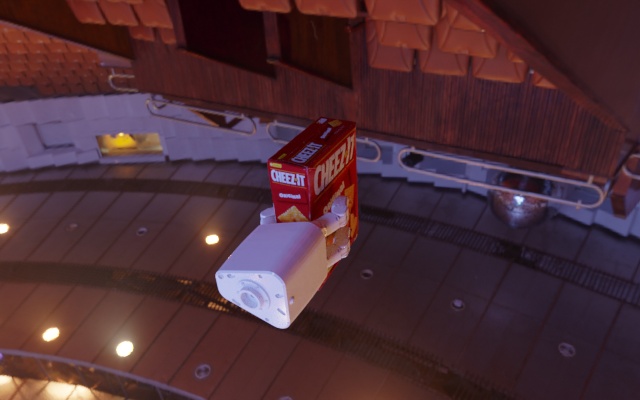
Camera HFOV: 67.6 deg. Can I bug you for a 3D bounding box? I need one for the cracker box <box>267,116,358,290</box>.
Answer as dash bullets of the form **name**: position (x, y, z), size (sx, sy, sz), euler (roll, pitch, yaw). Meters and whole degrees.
- **cracker box**: position (0.000, 0.003, 0.735), size (0.072, 0.214, 0.164), euler (12, 35, 24)
